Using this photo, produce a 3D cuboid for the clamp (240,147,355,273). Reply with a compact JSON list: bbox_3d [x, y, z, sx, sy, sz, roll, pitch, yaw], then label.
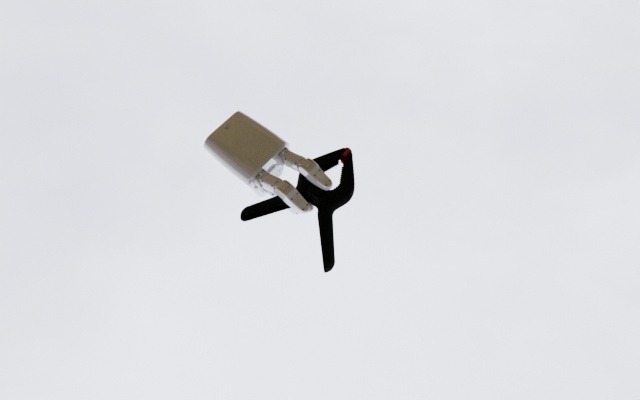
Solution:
[{"bbox_3d":[0.000,0.002,0.762,0.164,0.210,0.036,38,-24,10],"label":"clamp"}]
